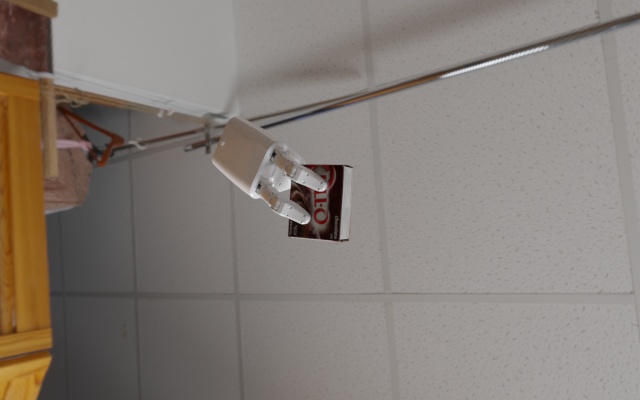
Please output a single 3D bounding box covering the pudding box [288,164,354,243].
[{"bbox_3d":[0.000,0.002,0.709,0.090,0.113,0.039,3,1,32],"label":"pudding box"}]
